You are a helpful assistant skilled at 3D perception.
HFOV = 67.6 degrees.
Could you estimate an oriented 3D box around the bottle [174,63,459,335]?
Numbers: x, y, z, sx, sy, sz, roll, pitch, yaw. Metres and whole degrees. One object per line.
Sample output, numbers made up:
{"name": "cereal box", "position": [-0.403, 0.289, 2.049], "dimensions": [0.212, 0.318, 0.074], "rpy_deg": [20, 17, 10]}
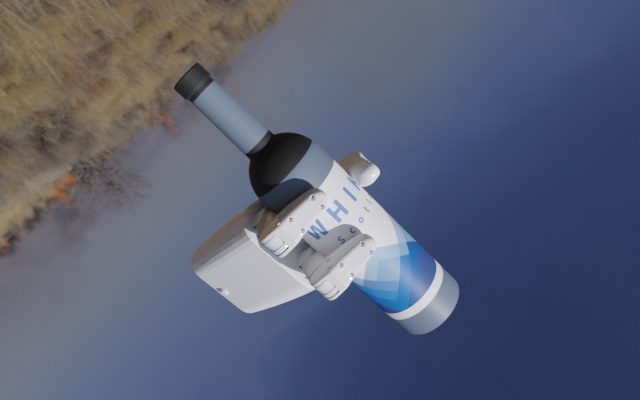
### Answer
{"name": "bottle", "position": [0.000, 0.001, 0.405], "dimensions": [0.296, 0.069, 0.069], "rpy_deg": [43, -15, -17]}
